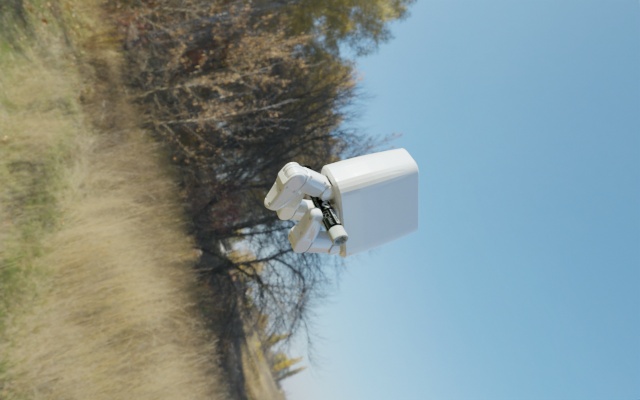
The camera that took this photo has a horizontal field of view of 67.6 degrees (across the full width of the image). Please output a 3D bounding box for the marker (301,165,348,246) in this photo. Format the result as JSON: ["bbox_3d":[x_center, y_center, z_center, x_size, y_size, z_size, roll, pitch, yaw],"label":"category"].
[{"bbox_3d":[0.000,0.002,0.554,0.020,0.020,0.121,0,44,-30],"label":"marker"}]
